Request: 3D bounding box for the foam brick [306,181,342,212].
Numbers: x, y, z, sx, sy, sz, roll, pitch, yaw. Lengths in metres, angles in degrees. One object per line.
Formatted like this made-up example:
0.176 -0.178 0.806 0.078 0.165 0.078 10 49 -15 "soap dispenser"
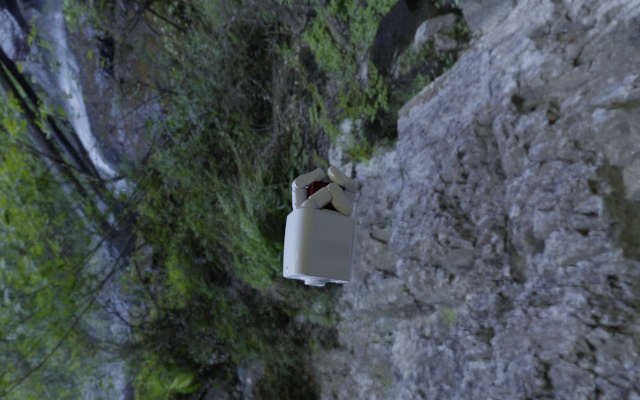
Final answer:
0.000 0.003 0.829 0.053 0.051 0.078 9 -14 -14 "foam brick"
